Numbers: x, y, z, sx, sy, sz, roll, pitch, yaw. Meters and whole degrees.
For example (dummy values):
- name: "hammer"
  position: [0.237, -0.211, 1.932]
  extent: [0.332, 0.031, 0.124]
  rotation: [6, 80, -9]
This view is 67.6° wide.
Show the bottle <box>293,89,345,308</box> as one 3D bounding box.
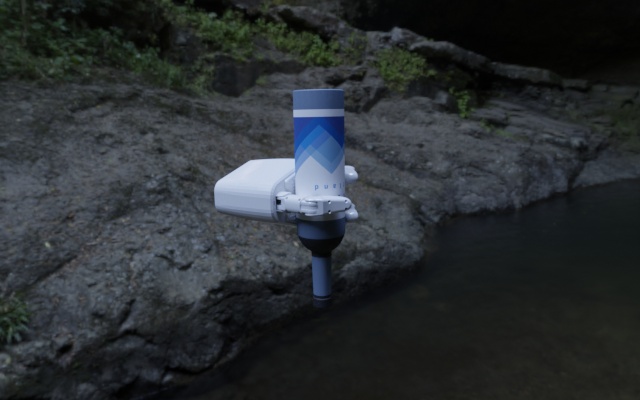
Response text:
- name: "bottle"
  position: [0.000, 0.002, 0.646]
  extent: [0.069, 0.296, 0.069]
  rotation: [-1, 10, 0]
